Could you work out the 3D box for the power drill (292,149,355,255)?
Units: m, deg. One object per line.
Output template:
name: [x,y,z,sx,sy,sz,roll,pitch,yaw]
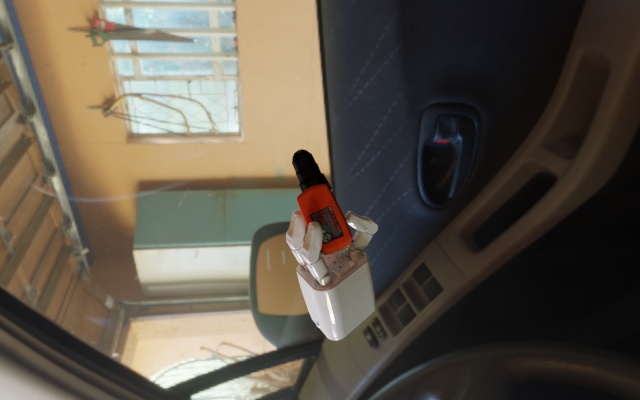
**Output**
power drill: [0.000,0.003,0.790,0.057,0.184,0.187,-26,7,4]
